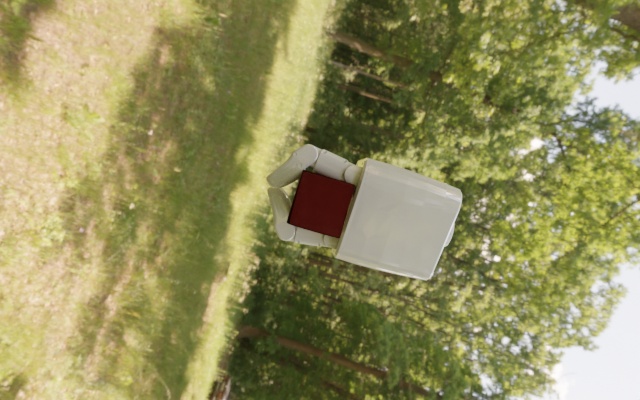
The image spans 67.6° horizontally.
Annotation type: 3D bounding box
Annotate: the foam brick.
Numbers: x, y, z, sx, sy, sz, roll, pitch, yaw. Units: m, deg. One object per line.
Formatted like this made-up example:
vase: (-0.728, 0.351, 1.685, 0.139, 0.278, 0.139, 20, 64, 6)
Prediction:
foam brick: (0.000, 0.002, 0.468, 0.051, 0.053, 0.078, 17, 3, -2)
